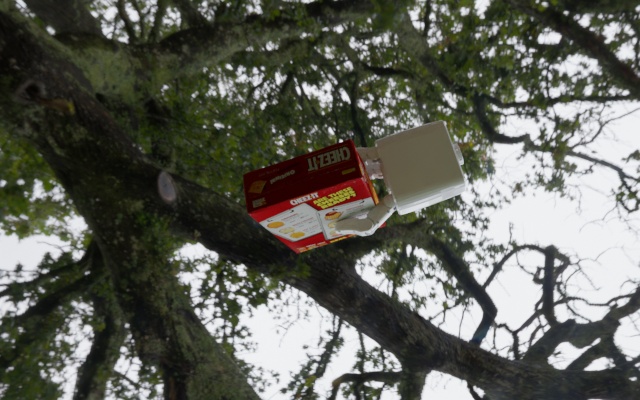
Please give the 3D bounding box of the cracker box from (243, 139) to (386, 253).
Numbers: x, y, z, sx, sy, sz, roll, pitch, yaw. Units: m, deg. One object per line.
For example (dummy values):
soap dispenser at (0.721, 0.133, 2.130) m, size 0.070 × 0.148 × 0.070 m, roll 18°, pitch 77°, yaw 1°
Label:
cracker box at (0.000, 0.003, 0.732) m, size 0.164 × 0.072 × 0.214 m, roll -18°, pitch -25°, yaw 9°
